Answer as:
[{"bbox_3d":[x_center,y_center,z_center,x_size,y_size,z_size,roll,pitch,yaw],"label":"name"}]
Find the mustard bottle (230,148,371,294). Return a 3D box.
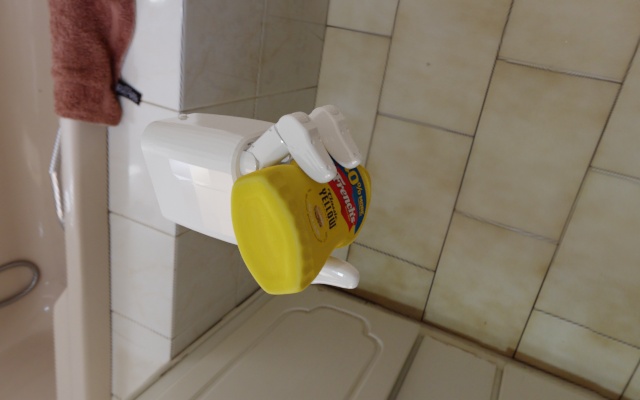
[{"bbox_3d":[0.000,0.001,0.430,0.058,0.096,0.191,-12,11,30],"label":"mustard bottle"}]
